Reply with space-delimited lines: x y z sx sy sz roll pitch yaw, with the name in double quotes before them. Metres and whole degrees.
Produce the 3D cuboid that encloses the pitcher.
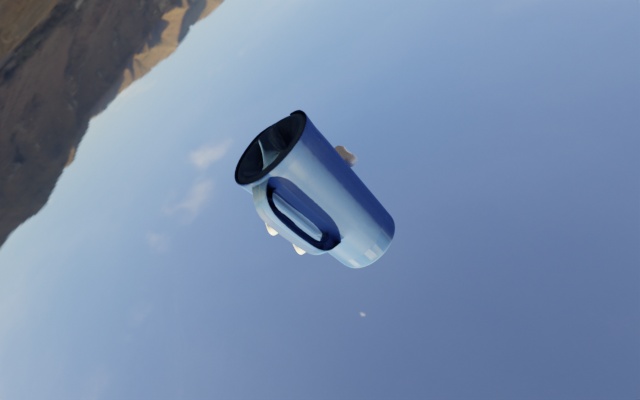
"pitcher" 0.000 0.002 0.697 0.243 0.149 0.145 43 -7 -30
